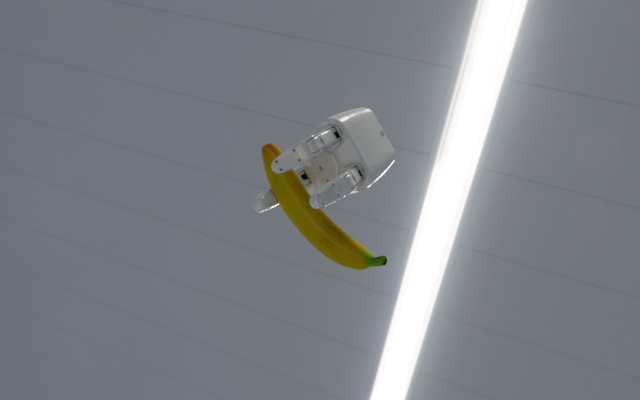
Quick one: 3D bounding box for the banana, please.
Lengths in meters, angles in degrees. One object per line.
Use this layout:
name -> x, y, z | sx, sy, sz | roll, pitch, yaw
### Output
banana -> -0.005, 0.016, 0.560 | 0.037, 0.197, 0.070 | -32, -20, -47
